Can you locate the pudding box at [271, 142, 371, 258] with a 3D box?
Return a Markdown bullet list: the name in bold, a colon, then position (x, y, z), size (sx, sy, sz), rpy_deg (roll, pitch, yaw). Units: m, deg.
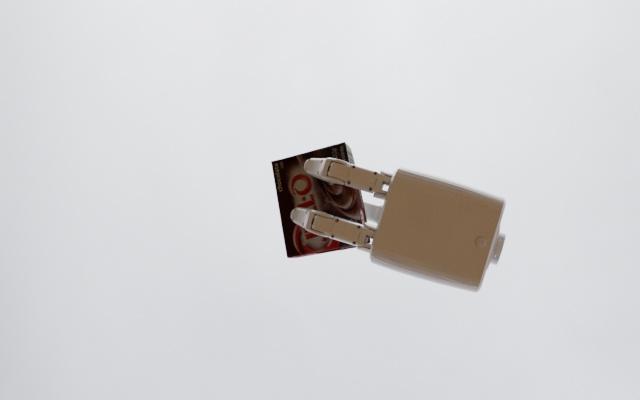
- **pudding box**: position (0.000, 0.002, 0.529), size (0.090, 0.113, 0.039), rpy_deg (-13, -10, 17)
